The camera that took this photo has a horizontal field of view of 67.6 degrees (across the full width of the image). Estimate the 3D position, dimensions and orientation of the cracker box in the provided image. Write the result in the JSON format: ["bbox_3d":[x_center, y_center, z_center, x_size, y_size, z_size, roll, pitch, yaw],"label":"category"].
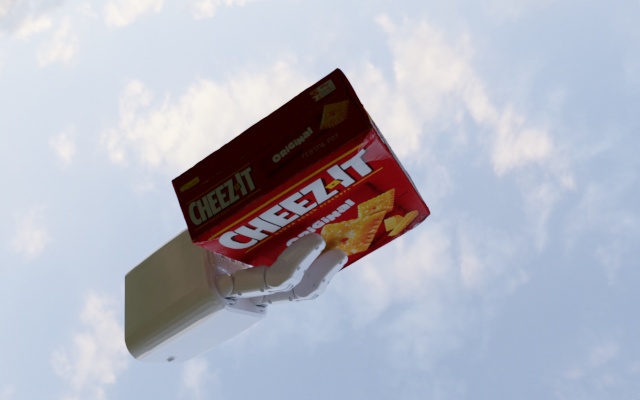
[{"bbox_3d":[0.000,0.001,0.445,0.164,0.072,0.214,-32,-28,11],"label":"cracker box"}]
